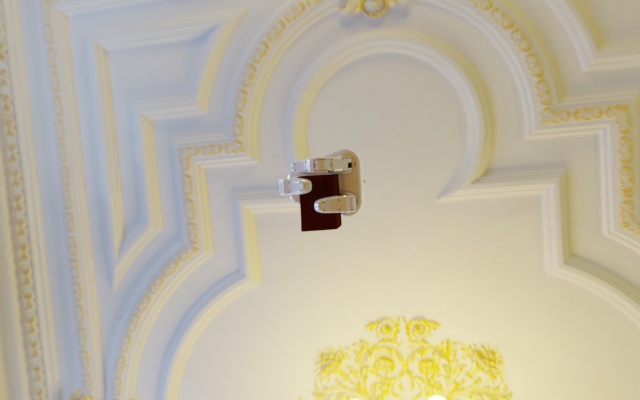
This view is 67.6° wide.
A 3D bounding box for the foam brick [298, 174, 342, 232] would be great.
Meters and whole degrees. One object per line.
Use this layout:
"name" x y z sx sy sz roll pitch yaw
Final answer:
"foam brick" 0.000 0.003 0.679 0.053 0.078 0.051 -2 3 10
